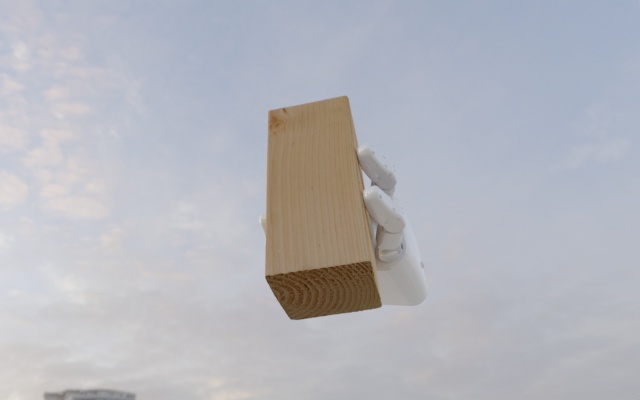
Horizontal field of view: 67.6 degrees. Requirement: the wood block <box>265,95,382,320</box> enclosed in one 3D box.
[{"bbox_3d":[0.000,0.002,0.480,0.091,0.206,0.090,-10,-39,7],"label":"wood block"}]
